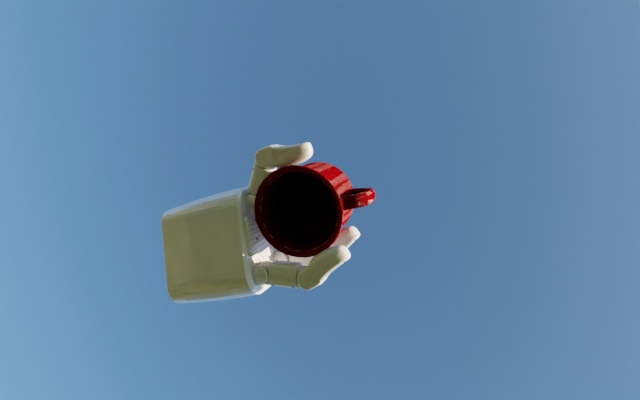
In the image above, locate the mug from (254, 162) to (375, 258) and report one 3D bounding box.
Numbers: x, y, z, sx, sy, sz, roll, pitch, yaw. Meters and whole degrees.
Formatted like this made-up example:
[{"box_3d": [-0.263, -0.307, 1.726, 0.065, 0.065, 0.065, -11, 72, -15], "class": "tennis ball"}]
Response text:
[{"box_3d": [0.001, 0.001, 0.500, 0.117, 0.093, 0.081, -11, 8, 19], "class": "mug"}]
